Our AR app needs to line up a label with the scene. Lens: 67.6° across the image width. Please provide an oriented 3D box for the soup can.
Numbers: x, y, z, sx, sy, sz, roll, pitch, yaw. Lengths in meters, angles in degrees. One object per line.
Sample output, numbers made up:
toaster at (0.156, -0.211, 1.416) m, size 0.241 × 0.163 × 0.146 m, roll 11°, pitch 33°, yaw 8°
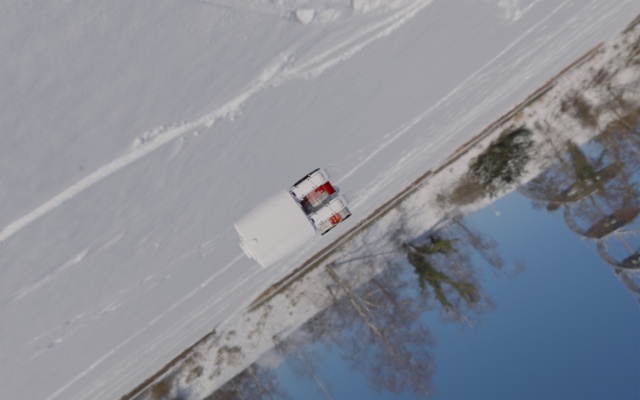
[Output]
soup can at (0.001, 0.003, 0.849) m, size 0.068 × 0.102 × 0.068 m, roll -35°, pitch -3°, yaw -2°
